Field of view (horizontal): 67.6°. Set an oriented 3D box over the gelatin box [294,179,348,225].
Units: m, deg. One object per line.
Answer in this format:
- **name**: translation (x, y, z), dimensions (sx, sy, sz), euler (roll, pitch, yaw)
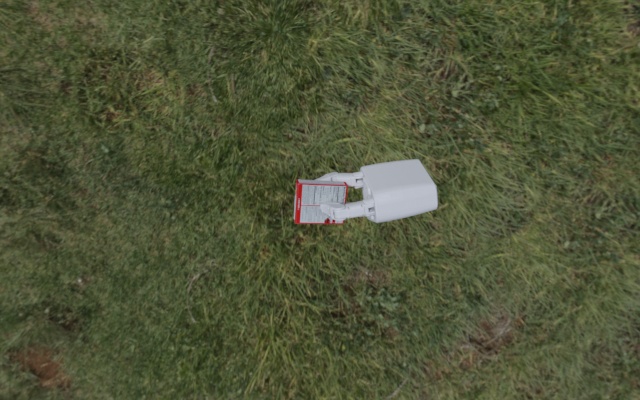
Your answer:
- **gelatin box**: translation (0.000, 0.003, 0.829), dimensions (0.089, 0.073, 0.030), euler (1, 18, -11)
